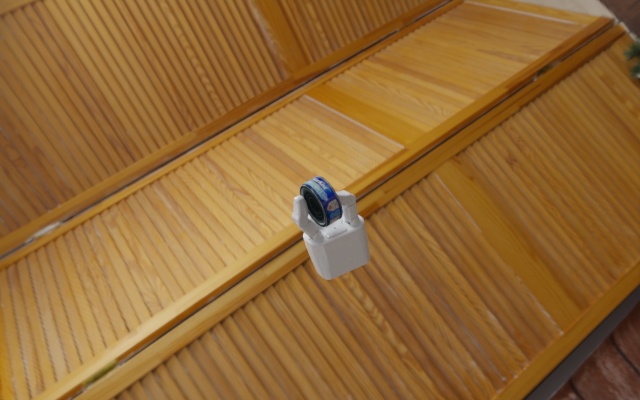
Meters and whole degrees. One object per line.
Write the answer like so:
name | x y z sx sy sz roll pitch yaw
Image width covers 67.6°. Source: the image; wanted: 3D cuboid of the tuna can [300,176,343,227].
tuna can | 0.000 0.003 0.828 0.033 0.086 0.086 -30 11 -21
